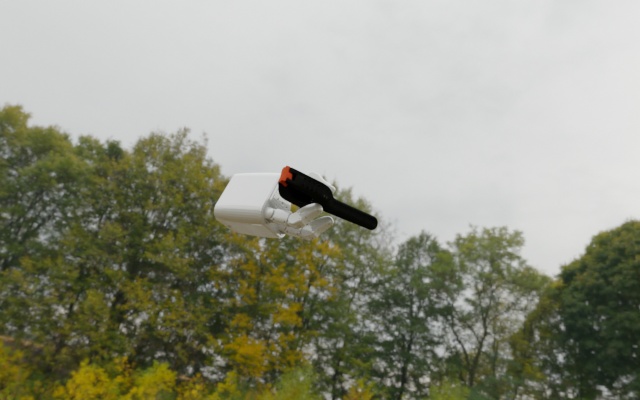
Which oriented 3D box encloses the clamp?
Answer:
[{"bbox_3d":[0.000,0.002,0.824,0.164,0.036,0.210,4,-23,25],"label":"clamp"}]
